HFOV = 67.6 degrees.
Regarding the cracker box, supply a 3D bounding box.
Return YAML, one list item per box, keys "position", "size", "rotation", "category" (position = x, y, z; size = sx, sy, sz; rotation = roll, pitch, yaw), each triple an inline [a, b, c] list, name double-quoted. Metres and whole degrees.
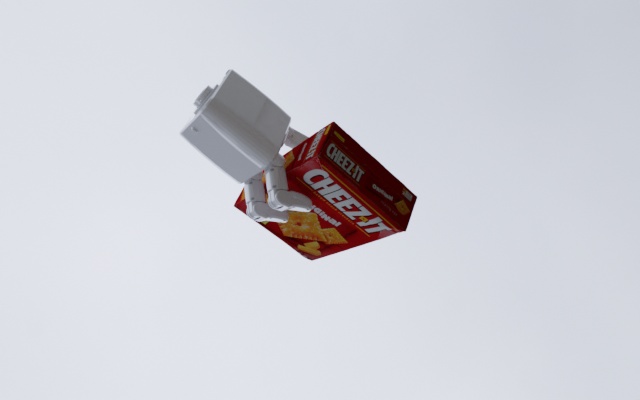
- position: [0.000, 0.002, 0.683]
  size: [0.164, 0.072, 0.214]
  rotation: [38, -36, -22]
  category: "cracker box"
